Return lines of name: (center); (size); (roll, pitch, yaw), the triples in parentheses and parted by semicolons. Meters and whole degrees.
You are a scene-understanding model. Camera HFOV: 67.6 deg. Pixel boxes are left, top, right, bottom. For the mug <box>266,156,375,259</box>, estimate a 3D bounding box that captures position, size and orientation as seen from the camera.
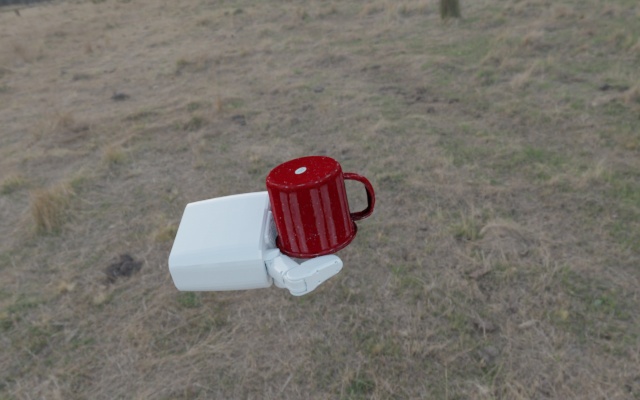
mug: (0.001, 0.001, 0.513); (0.117, 0.081, 0.093); (-8, 27, 6)
